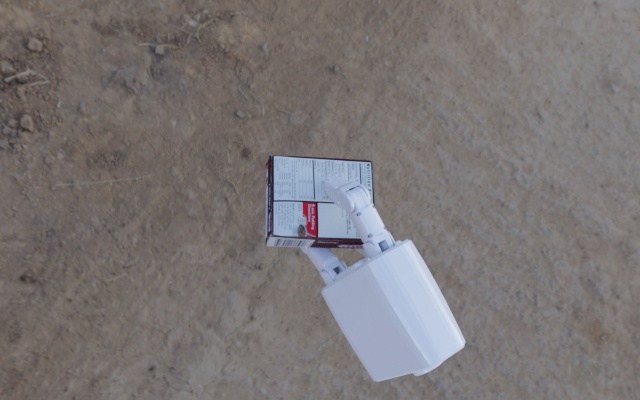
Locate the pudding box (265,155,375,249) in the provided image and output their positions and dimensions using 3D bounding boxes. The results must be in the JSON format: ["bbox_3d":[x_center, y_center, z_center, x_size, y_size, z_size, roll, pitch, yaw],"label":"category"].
[{"bbox_3d":[0.000,0.002,0.497,0.113,0.090,0.039,3,-19,-14],"label":"pudding box"}]
